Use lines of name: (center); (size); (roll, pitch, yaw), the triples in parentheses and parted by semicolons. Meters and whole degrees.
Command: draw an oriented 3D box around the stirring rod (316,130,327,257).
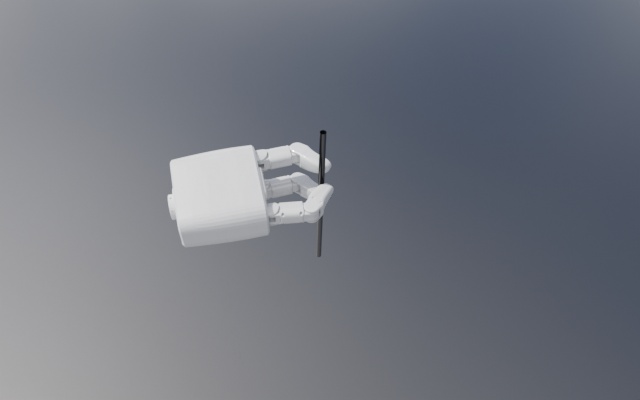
stirring rod: (0.000, 0.002, 0.646); (0.011, 0.011, 0.240); (0, -43, -2)
